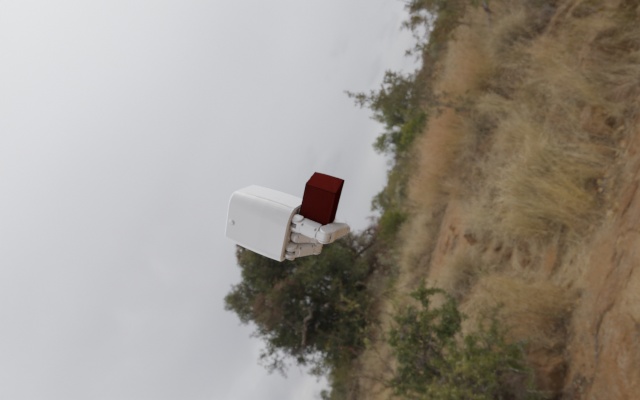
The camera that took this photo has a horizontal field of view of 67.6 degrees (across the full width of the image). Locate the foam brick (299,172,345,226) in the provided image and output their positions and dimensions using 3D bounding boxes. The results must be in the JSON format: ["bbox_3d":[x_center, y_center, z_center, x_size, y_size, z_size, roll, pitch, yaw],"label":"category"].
[{"bbox_3d":[0.000,0.002,0.761,0.051,0.078,0.053,19,30,10],"label":"foam brick"}]
